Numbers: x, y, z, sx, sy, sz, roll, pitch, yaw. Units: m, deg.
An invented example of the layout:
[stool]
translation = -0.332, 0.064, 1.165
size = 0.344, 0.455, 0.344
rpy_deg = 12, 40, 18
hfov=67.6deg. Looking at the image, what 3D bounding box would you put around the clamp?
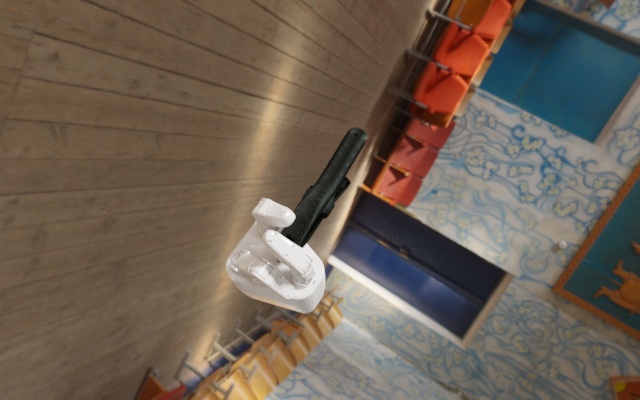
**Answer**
[clamp]
translation = 0.001, 0.002, 0.575
size = 0.039, 0.171, 0.120
rpy_deg = 31, -20, 15
